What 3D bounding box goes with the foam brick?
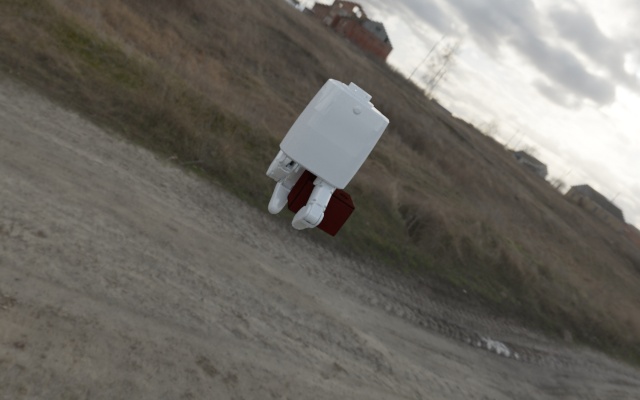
[{"bbox_3d":[0.000,0.002,0.651,0.078,0.051,0.053,32,15,-16],"label":"foam brick"}]
